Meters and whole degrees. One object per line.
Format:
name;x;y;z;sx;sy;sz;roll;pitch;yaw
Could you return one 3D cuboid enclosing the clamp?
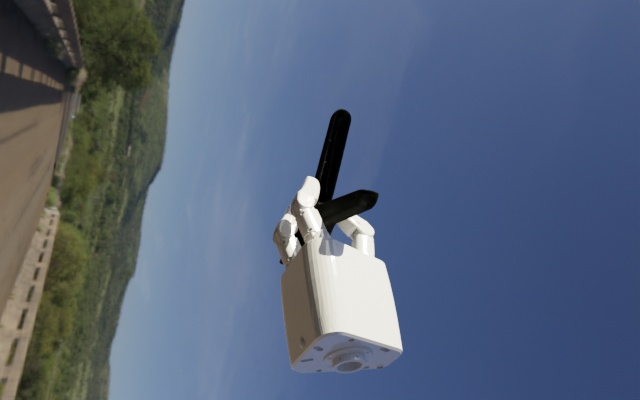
clamp;0.001;0.003;0.587;0.036;0.164;0.210;14;-45;-21
